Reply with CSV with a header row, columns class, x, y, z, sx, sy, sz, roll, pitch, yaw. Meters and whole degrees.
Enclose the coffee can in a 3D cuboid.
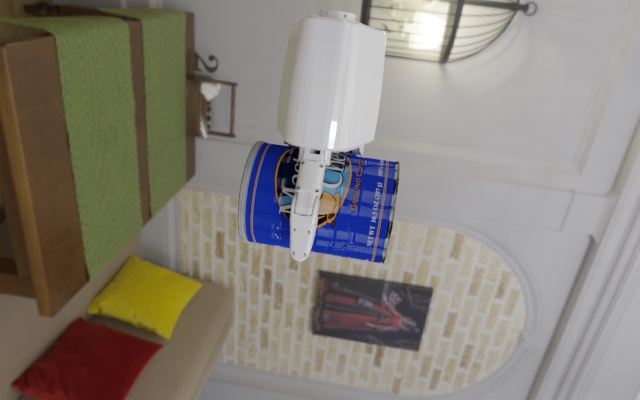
class,x,y,z,sx,sy,sz,roll,pitch,yaw
coffee can,0.000,0.002,0.474,0.140,0.103,0.103,9,1,4
